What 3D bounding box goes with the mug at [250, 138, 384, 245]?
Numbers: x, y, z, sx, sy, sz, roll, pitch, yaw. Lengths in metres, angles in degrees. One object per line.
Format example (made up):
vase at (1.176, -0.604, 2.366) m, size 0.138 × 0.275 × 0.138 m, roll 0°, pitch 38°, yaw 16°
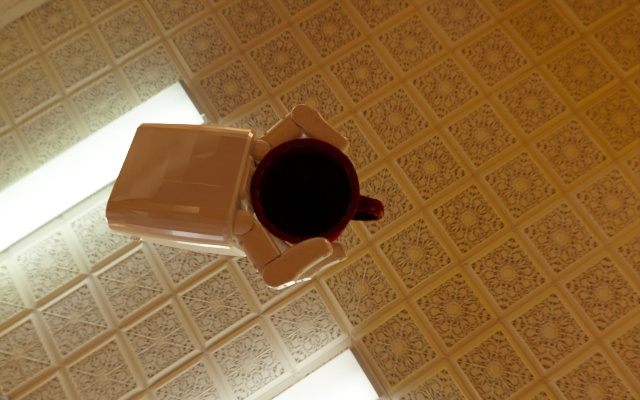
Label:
mug at (0.002, 0.002, 0.441) m, size 0.117 × 0.093 × 0.081 m, roll 7°, pitch -13°, yaw 4°
